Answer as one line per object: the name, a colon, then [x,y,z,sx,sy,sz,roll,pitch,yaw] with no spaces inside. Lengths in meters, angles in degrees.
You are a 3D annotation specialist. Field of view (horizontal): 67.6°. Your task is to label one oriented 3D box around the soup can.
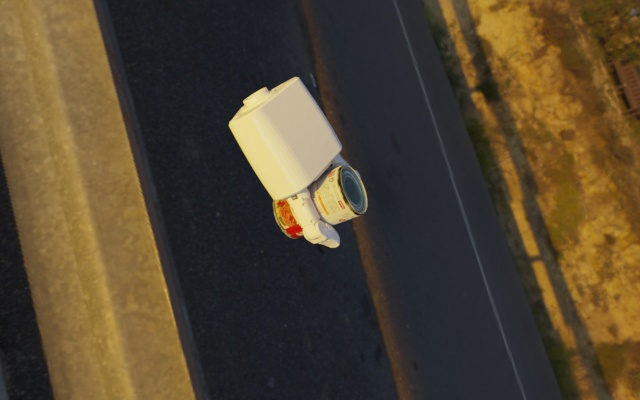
soup can: [0.001,0.002,0.609,0.102,0.068,0.068,-21,-10,28]
